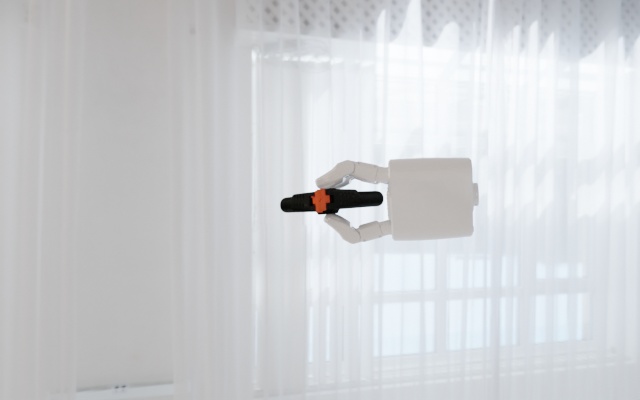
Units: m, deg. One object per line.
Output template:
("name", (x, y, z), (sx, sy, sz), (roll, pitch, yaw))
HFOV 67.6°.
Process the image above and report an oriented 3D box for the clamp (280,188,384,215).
("clamp", (0.000, 0.003, 0.678), (0.164, 0.036, 0.210), (-5, -1, 12))
